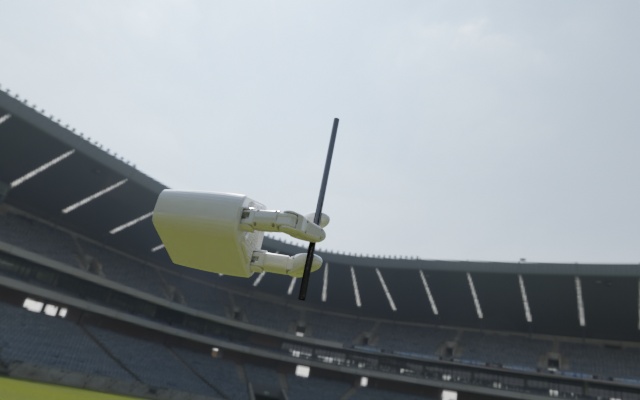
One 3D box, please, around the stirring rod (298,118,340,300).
[{"bbox_3d":[0.000,0.002,0.579,0.011,0.239,0.011,9,-23,4],"label":"stirring rod"}]
